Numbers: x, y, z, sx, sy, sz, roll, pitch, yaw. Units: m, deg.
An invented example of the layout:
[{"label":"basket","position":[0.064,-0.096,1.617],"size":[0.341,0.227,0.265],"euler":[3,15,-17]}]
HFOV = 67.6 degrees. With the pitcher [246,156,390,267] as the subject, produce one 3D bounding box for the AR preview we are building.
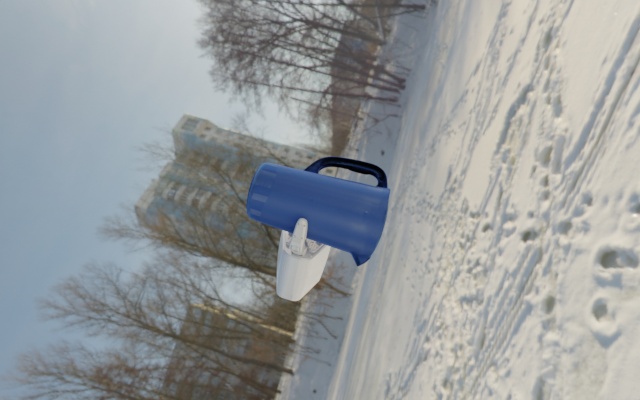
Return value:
[{"label":"pitcher","position":[0.000,0.003,0.862],"size":[0.243,0.145,0.149],"euler":[16,30,5]}]
